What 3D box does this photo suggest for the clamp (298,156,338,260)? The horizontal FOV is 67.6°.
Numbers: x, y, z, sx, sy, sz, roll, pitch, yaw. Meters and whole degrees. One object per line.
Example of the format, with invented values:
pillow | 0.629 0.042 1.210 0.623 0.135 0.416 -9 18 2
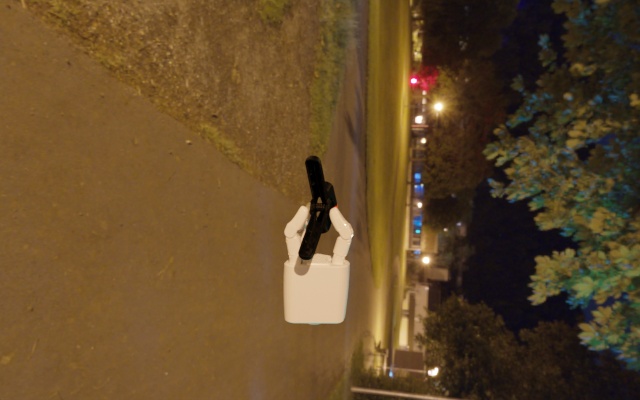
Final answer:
clamp | 0.001 0.003 0.835 0.036 0.164 0.210 6 7 11
